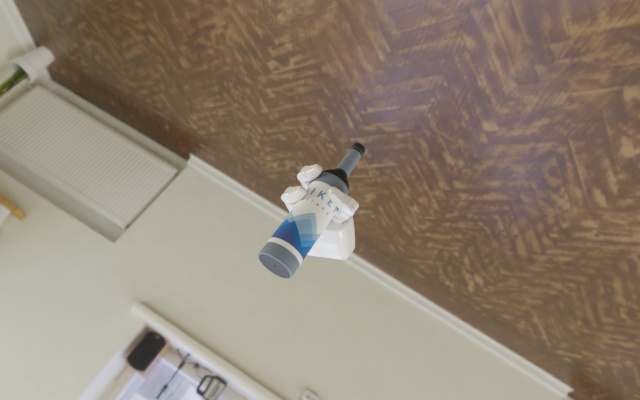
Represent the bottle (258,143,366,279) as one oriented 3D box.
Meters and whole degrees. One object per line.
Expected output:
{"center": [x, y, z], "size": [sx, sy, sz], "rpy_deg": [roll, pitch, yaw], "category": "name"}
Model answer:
{"center": [0.000, 0.003, 0.846], "size": [0.069, 0.295, 0.069], "rpy_deg": [26, -31, 17], "category": "bottle"}
